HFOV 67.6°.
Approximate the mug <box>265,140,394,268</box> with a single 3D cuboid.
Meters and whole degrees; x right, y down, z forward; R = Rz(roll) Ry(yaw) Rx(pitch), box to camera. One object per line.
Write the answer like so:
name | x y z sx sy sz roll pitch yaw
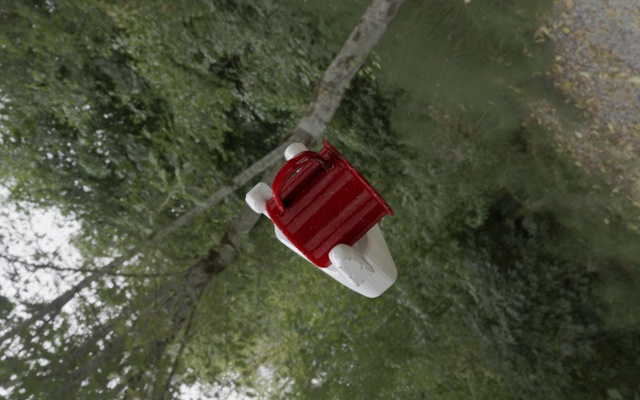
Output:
mug | -0.001 0.001 0.421 0.093 0.081 0.117 48 3 38
